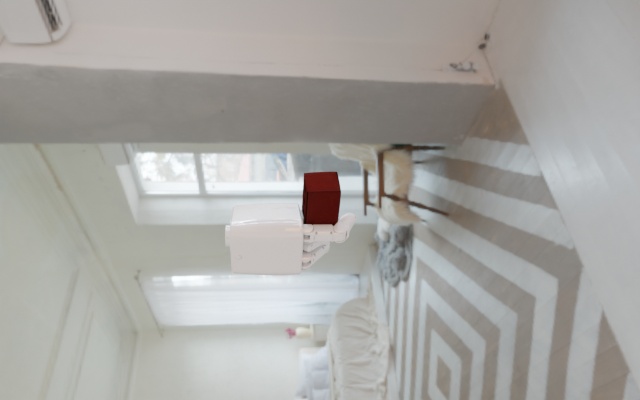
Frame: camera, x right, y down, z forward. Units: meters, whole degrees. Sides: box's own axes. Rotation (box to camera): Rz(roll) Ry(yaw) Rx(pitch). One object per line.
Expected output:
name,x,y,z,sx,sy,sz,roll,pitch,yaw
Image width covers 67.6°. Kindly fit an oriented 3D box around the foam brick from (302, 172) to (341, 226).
foam brick,0.000,0.002,0.720,0.051,0.078,0.053,0,36,-7
